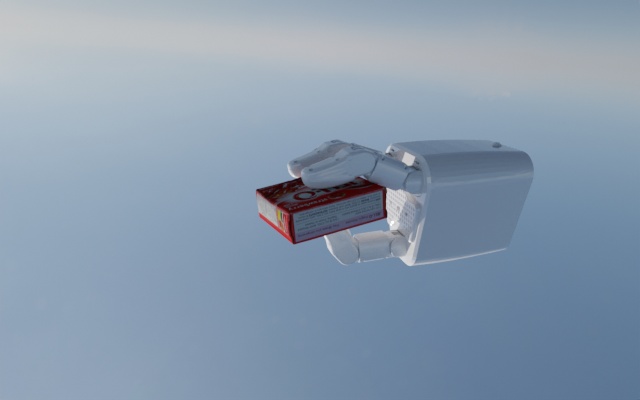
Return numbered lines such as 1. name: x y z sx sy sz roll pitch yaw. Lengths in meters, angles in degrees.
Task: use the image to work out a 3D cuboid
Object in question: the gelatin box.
1. gelatin box: 0.000 0.002 0.400 0.089 0.030 0.073 -15 22 -24
